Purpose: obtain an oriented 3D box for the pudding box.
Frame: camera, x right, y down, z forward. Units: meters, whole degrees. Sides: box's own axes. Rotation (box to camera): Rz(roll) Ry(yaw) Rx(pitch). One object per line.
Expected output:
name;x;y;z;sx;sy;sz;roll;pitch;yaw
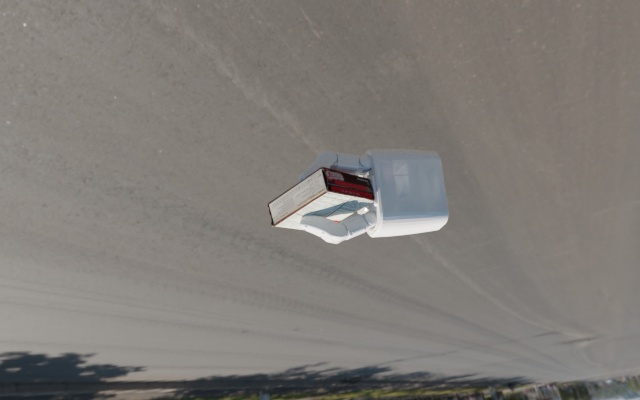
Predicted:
pudding box;0.000;0.002;0.626;0.090;0.039;0.113;12;-35;-43
